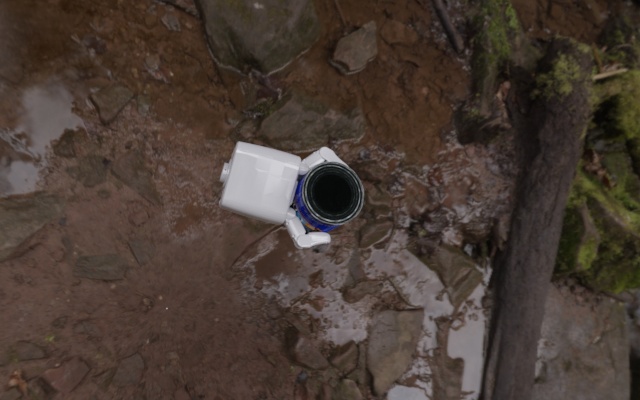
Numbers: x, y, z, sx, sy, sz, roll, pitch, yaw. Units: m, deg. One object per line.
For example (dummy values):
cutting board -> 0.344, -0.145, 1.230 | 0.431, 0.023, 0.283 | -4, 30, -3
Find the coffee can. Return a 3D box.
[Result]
coffee can -> 0.000, 0.003, 0.805 | 0.103, 0.102, 0.140 | 0, -12, -18
